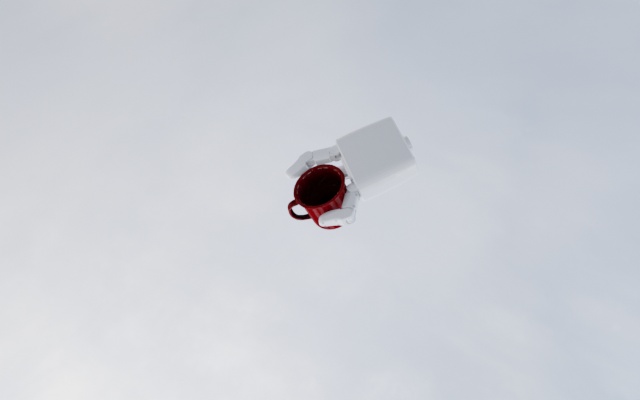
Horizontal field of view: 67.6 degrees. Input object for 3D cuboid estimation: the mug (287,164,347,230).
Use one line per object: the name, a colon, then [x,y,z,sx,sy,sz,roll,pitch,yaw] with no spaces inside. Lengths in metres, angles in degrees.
mug: [-0.001,0.003,0.830,0.117,0.093,0.081,-25,-41,6]
